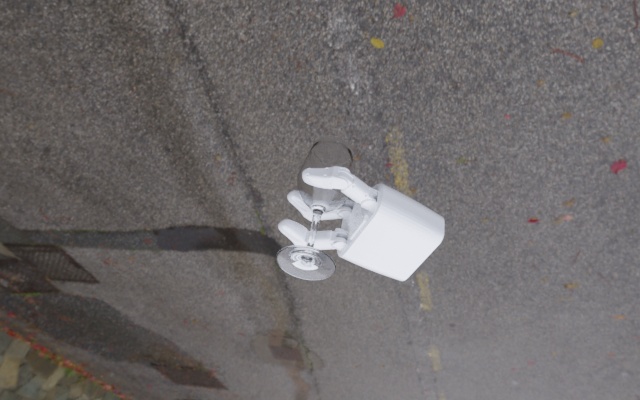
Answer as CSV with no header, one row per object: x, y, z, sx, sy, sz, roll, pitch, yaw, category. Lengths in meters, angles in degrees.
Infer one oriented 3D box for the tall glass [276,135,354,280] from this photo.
0.000,0.003,0.642,0.079,0.201,0.079,8,-39,6,tall glass
